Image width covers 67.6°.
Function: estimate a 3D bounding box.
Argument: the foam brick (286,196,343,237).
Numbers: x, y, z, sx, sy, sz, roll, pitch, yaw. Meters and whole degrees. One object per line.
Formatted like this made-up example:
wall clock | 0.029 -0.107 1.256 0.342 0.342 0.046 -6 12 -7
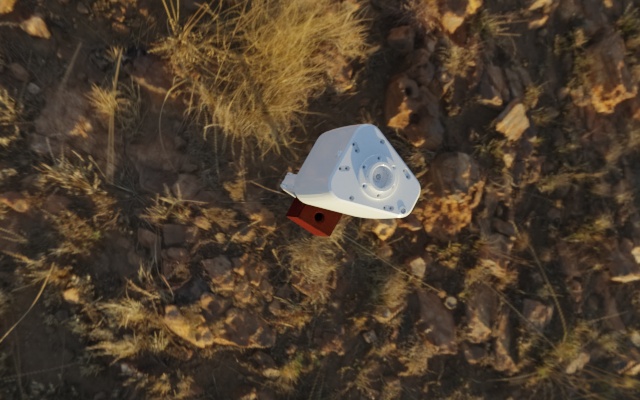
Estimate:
foam brick | 0.000 0.002 0.630 0.053 0.078 0.051 33 -10 -20
